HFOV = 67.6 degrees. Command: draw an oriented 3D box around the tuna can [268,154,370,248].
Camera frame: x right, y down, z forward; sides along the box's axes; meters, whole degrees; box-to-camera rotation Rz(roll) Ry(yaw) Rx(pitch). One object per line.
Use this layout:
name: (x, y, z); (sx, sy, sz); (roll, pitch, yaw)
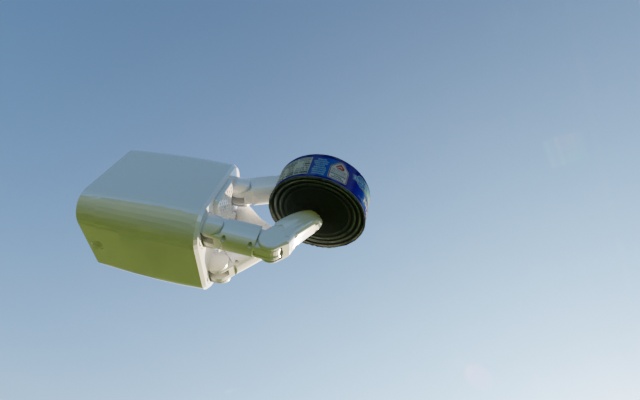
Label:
tuna can: (0.000, 0.001, 0.420); (0.086, 0.086, 0.033); (0, 44, 19)
